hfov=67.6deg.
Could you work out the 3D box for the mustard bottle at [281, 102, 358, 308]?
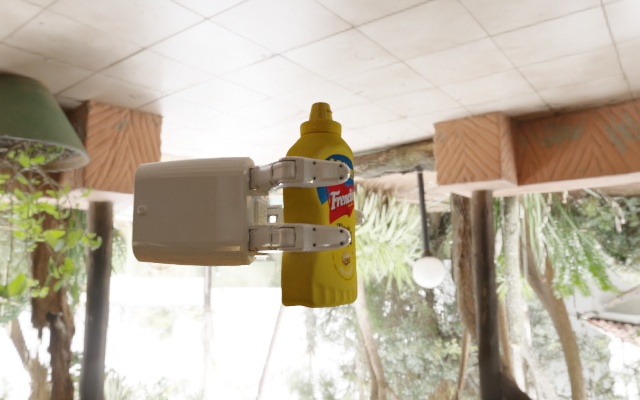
[{"bbox_3d":[0.000,0.002,0.452,0.058,0.191,0.096,-5,-9,30],"label":"mustard bottle"}]
